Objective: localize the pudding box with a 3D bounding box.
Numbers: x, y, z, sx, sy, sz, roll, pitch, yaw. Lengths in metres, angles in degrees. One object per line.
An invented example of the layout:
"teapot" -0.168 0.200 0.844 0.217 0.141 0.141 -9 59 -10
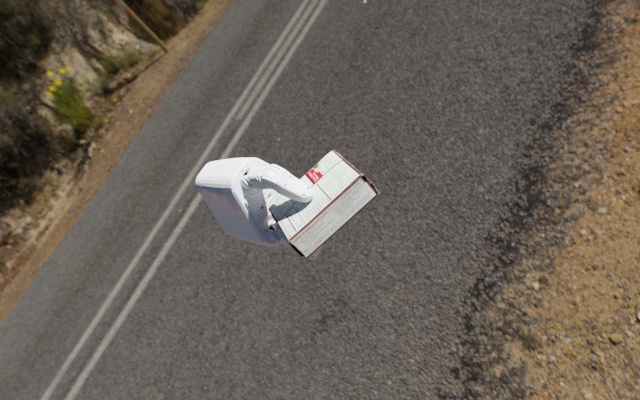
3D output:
"pudding box" 0.000 0.002 0.554 0.039 0.113 0.090 45 3 -32
